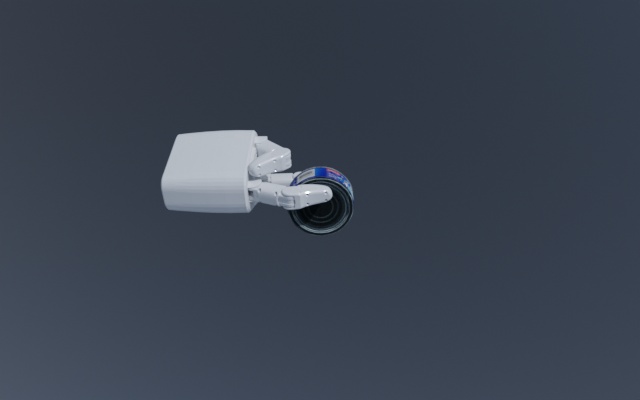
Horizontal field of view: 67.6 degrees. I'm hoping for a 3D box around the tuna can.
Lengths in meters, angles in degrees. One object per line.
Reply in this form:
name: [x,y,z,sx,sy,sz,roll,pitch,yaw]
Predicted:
tuna can: [0.000,0.002,0.609,0.086,0.086,0.033,0,28,-1]
